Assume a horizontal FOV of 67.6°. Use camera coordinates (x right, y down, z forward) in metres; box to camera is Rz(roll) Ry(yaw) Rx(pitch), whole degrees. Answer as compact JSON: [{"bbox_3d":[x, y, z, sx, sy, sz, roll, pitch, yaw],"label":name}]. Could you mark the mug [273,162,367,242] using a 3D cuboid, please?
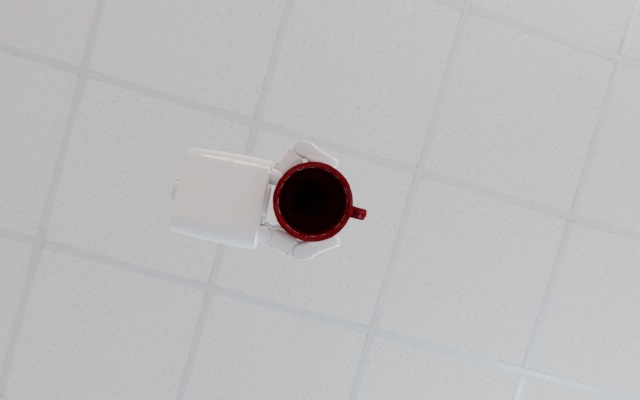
[{"bbox_3d":[0.002,0.002,0.589,0.117,0.093,0.081,12,3,-5],"label":"mug"}]
